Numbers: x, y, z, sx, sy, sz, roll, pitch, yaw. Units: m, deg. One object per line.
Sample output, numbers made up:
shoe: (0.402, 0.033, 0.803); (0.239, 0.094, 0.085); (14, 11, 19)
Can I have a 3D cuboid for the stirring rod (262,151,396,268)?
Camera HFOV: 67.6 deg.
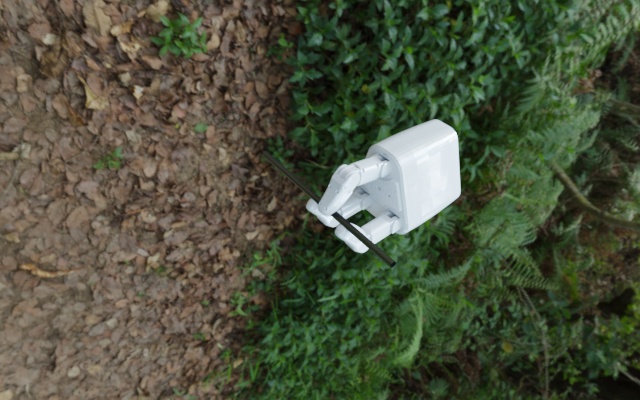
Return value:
stirring rod: (0.000, 0.002, 0.553); (0.011, 0.011, 0.239); (0, 32, -46)
